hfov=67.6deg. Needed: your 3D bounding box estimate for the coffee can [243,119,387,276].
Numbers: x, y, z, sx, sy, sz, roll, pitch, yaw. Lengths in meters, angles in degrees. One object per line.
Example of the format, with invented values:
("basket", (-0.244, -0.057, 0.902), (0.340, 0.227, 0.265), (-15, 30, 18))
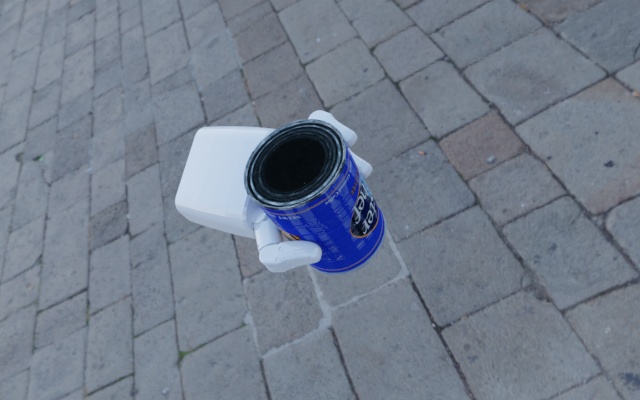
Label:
("coffee can", (0.000, 0.002, 0.489), (0.103, 0.102, 0.140), (0, -32, 25))
